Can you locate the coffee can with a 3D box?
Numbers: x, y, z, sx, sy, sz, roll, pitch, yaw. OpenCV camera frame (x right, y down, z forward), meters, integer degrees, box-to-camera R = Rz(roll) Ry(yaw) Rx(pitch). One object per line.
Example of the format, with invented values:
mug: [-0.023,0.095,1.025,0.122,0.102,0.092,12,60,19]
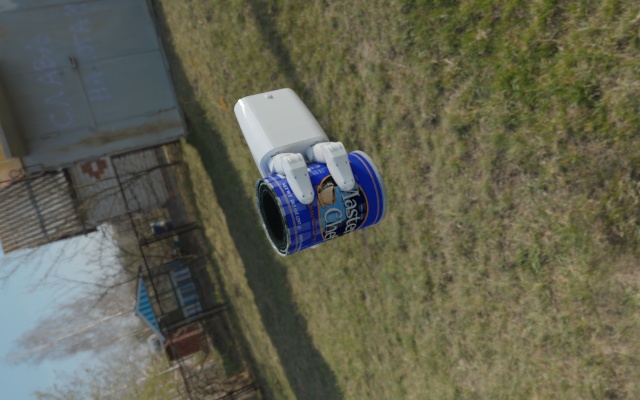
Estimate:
coffee can: [0.000,0.002,0.618,0.140,0.103,0.103,-18,7,-22]
